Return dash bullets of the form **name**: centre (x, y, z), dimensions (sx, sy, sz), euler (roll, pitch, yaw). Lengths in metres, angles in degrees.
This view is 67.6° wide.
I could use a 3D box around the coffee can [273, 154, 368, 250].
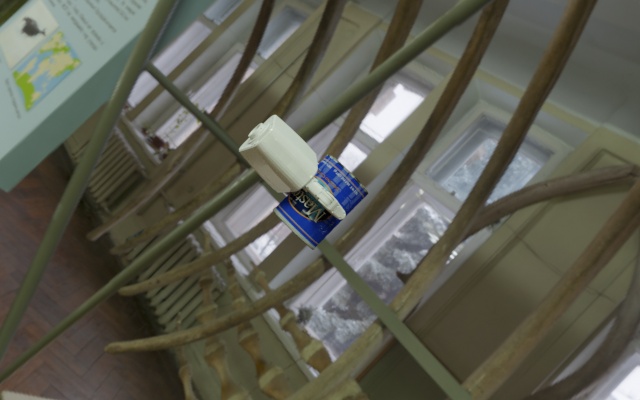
- **coffee can**: centre (0.000, 0.003, 0.850), dimensions (0.103, 0.140, 0.103), euler (45, -2, 2)
